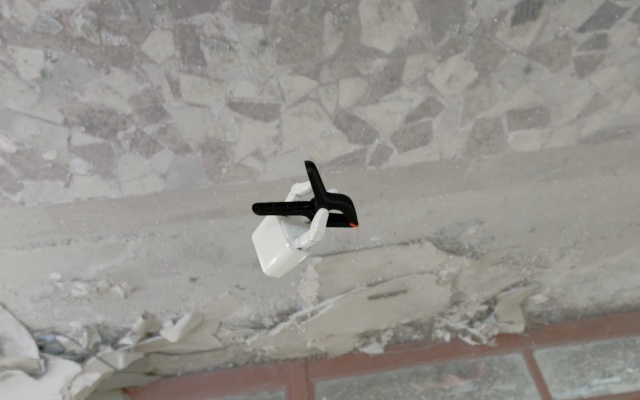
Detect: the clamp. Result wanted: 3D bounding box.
[{"bbox_3d":[0.001,0.004,0.894,0.210,0.036,0.165,19,-43,-31],"label":"clamp"}]
